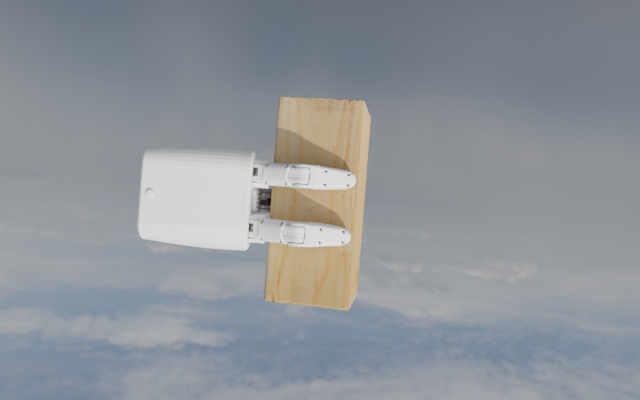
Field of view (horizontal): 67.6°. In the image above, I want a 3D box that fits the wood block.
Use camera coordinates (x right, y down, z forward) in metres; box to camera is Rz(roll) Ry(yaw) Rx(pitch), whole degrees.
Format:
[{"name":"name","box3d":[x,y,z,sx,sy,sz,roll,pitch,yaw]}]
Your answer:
[{"name":"wood block","box3d":[0.000,0.002,0.515,0.090,0.206,0.091,5,1,9]}]
